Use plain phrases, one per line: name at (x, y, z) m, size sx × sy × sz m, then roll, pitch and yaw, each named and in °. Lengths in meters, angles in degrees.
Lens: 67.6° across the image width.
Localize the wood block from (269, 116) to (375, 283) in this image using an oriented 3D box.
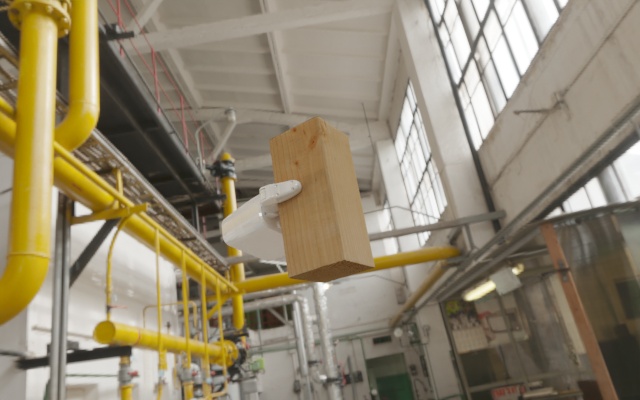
wood block at (0.000, 0.002, 0.673) m, size 0.090 × 0.206 × 0.091 m, roll -22°, pitch -23°, yaw 28°
